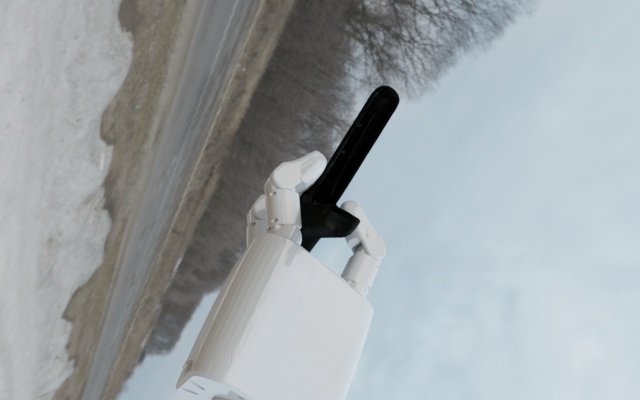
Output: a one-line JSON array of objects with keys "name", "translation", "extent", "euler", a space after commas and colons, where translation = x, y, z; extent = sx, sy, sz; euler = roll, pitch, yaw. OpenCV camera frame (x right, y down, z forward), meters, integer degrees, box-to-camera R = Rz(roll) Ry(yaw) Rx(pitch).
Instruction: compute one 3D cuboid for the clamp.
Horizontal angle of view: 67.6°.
[{"name": "clamp", "translation": [0.000, 0.002, 0.427], "extent": [0.036, 0.164, 0.210], "euler": [31, -37, -7]}]
